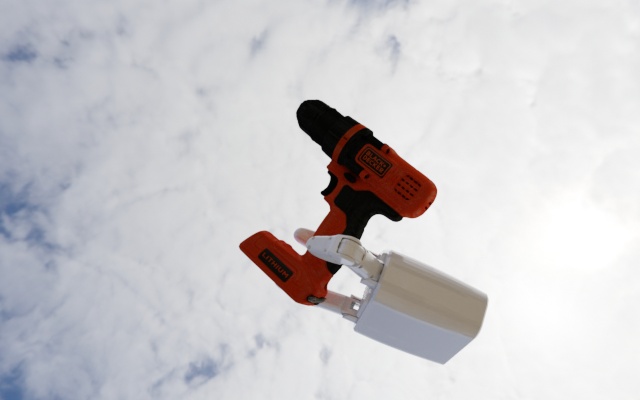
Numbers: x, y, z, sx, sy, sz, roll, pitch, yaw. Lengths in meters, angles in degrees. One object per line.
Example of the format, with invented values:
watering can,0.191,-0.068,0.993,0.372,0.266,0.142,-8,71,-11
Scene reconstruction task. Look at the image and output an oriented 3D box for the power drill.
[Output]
power drill,0.000,0.002,0.510,0.184,0.187,0.057,41,4,22
